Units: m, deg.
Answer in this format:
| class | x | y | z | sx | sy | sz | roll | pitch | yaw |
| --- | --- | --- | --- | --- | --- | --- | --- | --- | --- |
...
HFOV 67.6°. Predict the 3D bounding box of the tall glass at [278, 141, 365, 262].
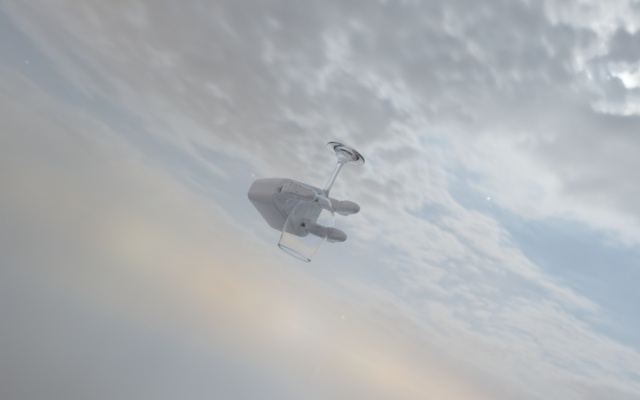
| class | x | y | z | sx | sy | sz | roll | pitch | yaw |
| --- | --- | --- | --- | --- | --- | --- | --- | --- | --- |
| tall glass | 0.000 | 0.002 | 0.816 | 0.079 | 0.201 | 0.079 | 26 | -15 | 7 |
